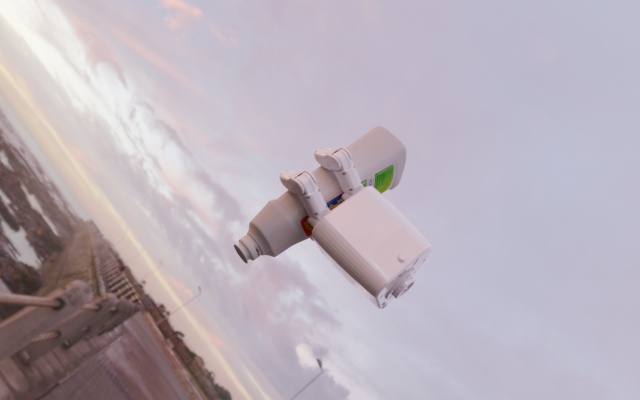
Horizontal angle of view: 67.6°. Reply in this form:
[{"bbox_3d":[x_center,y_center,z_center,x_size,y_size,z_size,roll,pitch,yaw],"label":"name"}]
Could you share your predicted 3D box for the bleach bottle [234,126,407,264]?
[{"bbox_3d":[0.000,0.002,0.619,0.250,0.068,0.103,-35,-25,-22],"label":"bleach bottle"}]
